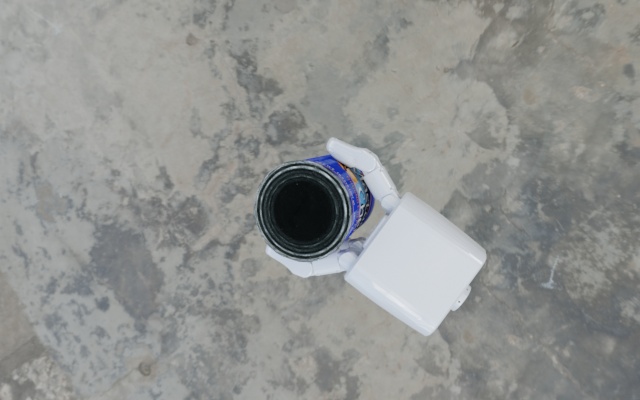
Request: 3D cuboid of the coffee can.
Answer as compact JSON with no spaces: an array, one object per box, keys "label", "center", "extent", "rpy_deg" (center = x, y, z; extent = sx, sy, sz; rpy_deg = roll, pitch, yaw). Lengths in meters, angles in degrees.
[{"label":"coffee can","center":[0.000,0.002,0.536],"extent":[0.103,0.103,0.140],"rpy_deg":[0,8,16]}]
